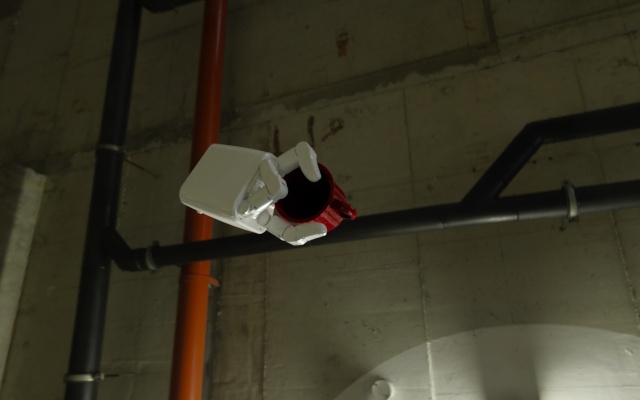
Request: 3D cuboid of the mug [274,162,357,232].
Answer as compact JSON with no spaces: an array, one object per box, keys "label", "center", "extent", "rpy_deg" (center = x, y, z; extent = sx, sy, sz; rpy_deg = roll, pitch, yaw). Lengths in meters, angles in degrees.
[{"label":"mug","center":[0.001,0.003,0.697],"extent":[0.117,0.093,0.081],"rpy_deg":[15,-12,26]}]
